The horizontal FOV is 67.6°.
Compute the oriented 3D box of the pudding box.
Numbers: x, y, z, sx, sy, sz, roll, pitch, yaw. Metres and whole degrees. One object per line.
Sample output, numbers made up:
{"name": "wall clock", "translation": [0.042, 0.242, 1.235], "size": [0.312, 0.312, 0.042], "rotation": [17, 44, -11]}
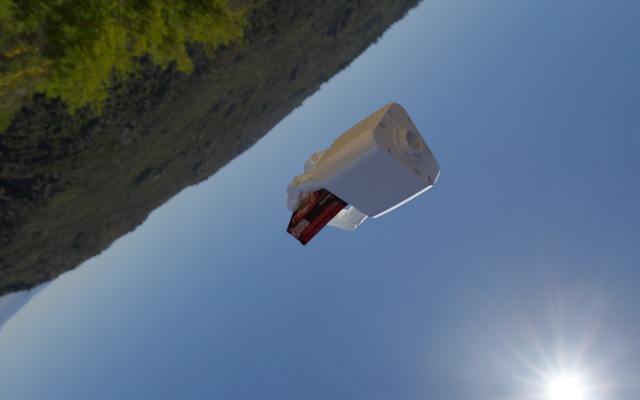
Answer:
{"name": "pudding box", "translation": [0.000, 0.002, 0.678], "size": [0.090, 0.039, 0.113], "rotation": [-43, 10, 20]}
